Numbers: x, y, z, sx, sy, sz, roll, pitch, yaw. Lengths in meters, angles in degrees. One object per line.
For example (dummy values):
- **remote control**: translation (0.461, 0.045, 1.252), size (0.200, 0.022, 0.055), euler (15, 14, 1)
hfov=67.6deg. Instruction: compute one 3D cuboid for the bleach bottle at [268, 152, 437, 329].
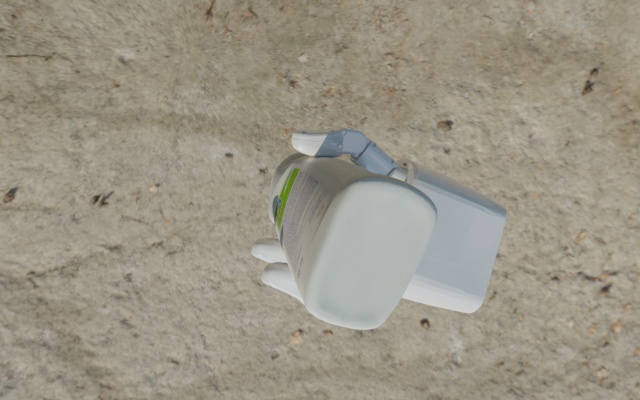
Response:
- **bleach bottle**: translation (0.000, 0.001, 0.402), size (0.068, 0.102, 0.250), euler (20, 11, -19)
